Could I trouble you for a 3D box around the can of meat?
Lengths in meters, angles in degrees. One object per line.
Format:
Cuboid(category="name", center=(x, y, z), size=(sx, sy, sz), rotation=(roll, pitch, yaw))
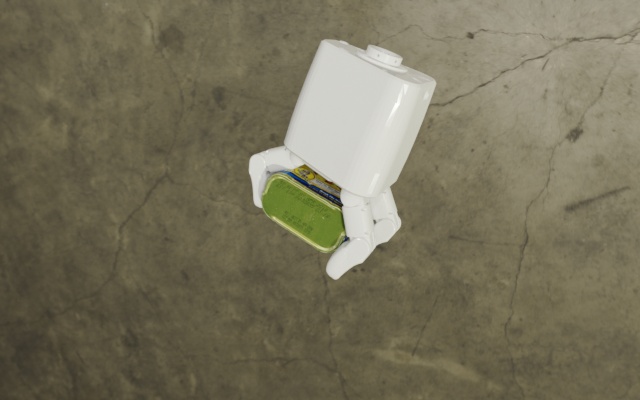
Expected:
Cuboid(category="can of meat", center=(0.000, 0.002, 0.499), size=(0.102, 0.057, 0.084), rotation=(31, 27, 15))
